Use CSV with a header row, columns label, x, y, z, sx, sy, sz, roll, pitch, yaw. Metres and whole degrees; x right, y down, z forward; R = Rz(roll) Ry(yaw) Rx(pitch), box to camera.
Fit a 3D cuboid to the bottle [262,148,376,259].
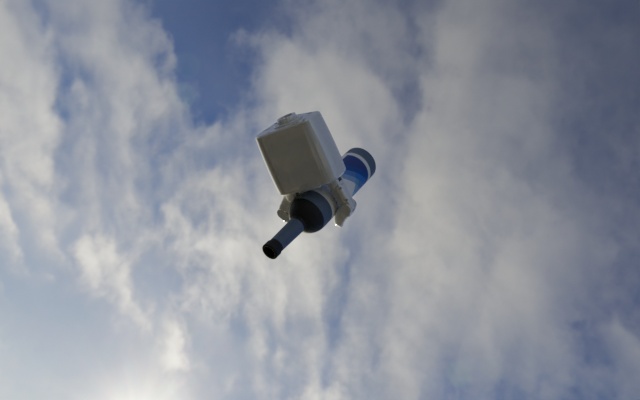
label,x,y,z,sx,sy,sz,roll,pitch,yaw
bottle,0.000,0.003,0.806,0.069,0.069,0.295,0,30,37
